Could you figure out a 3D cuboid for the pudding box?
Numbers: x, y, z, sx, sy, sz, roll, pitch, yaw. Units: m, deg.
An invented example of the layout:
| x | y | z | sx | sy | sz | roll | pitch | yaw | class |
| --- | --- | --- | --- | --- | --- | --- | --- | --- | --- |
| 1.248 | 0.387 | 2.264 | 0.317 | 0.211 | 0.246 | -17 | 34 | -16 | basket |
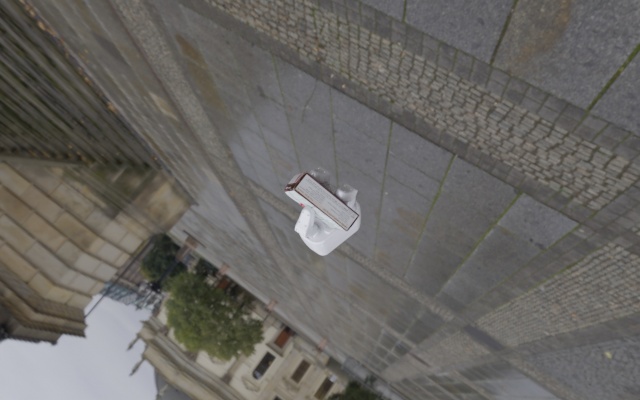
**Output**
| x | y | z | sx | sy | sz | roll | pitch | yaw | class |
| --- | --- | --- | --- | --- | --- | --- | --- | --- | --- |
| 0.000 | 0.003 | 0.778 | 0.113 | 0.039 | 0.090 | 37 | -9 | -11 | pudding box |
